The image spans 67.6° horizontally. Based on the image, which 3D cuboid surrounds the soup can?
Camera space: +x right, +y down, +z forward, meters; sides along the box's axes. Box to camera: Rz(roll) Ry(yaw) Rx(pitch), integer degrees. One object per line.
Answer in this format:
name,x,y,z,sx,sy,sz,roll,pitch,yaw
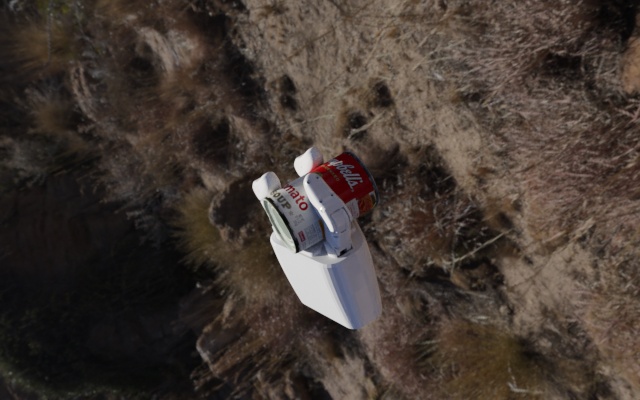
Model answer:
soup can,0.000,0.001,0.496,0.102,0.068,0.068,-30,9,-16
